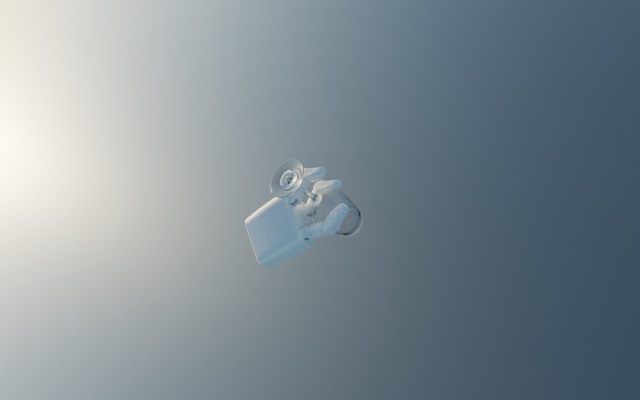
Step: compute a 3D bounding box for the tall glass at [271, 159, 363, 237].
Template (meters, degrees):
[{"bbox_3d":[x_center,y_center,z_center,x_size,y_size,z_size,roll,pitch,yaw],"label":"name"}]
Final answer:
[{"bbox_3d":[0.000,0.003,0.888,0.079,0.079,0.201,0,-24,41],"label":"tall glass"}]
